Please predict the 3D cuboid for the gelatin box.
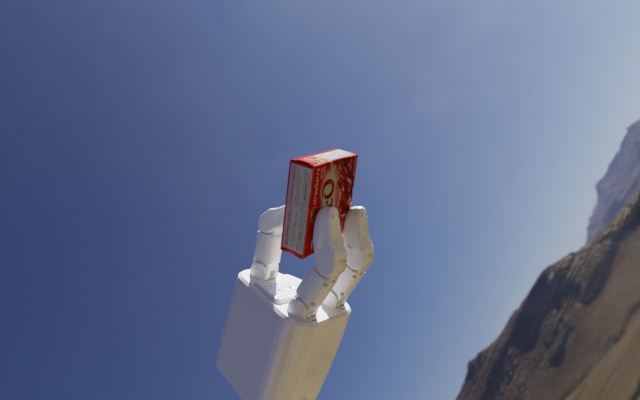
[{"bbox_3d":[0.000,0.001,0.443,0.030,0.089,0.073,19,22,31],"label":"gelatin box"}]
